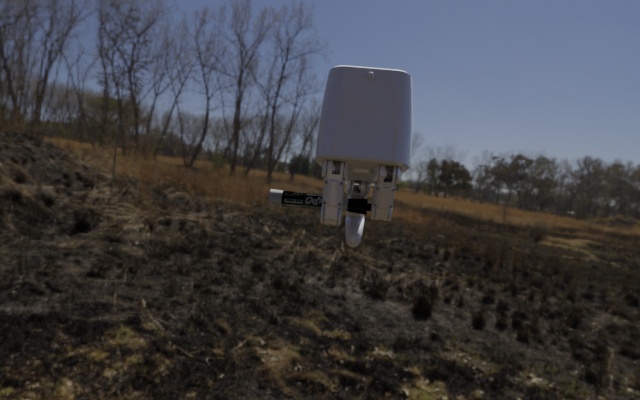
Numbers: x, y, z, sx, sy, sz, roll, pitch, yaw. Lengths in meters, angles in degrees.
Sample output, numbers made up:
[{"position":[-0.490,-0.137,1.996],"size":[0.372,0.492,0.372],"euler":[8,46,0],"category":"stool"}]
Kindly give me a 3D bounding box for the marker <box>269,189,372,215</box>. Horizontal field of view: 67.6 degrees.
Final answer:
[{"position":[0.000,0.002,0.562],"size":[0.121,0.020,0.020],"euler":[6,0,2],"category":"marker"}]
